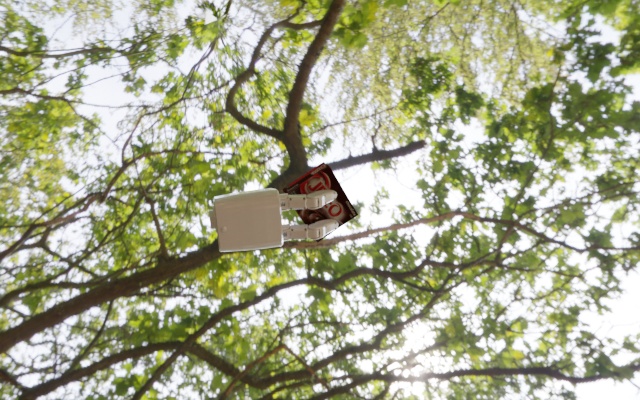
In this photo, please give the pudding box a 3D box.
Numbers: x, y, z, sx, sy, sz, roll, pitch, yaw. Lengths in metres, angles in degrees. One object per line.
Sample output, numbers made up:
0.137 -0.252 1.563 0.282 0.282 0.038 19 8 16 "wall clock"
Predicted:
0.000 0.003 0.836 0.090 0.113 0.039 -34 26 -3 "pudding box"
